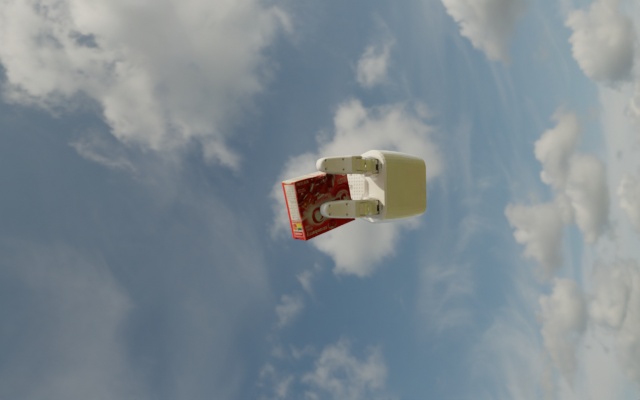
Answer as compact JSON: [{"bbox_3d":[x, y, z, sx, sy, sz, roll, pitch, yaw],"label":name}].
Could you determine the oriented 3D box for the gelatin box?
[{"bbox_3d":[0.000,0.002,0.597,0.089,0.073,0.030,-19,13,-39],"label":"gelatin box"}]
